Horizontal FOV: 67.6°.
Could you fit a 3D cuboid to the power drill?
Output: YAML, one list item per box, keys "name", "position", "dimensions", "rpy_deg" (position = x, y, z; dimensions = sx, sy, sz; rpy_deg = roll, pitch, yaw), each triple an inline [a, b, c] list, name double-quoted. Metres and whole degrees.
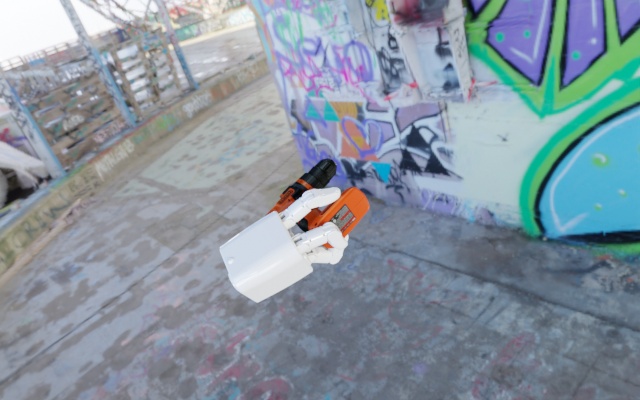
- name: "power drill"
  position: [0.000, 0.003, 0.831]
  dimensions: [0.057, 0.184, 0.187]
  rpy_deg: [49, -16, -28]
